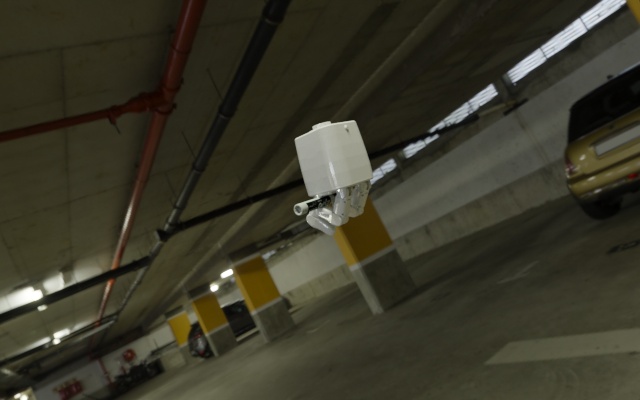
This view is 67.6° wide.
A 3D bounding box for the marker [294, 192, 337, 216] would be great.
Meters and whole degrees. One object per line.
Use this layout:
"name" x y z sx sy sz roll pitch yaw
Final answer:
"marker" 0.000 0.003 0.813 0.020 0.020 0.121 0 12 38
